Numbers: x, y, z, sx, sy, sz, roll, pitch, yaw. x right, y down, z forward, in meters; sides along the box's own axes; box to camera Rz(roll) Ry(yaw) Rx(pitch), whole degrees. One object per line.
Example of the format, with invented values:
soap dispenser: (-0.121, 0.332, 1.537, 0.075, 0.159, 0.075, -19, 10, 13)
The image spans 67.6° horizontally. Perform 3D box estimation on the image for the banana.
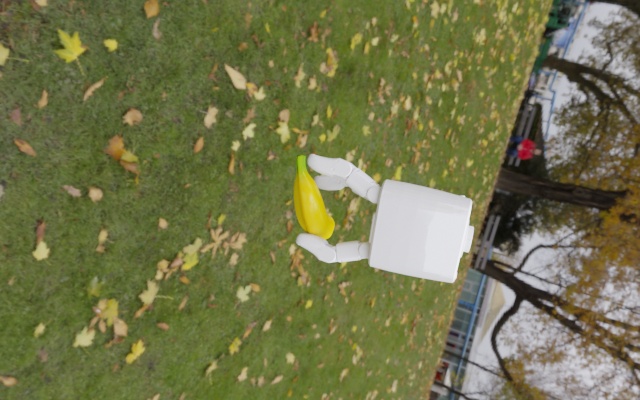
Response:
banana: (-0.004, 0.017, 0.649, 0.037, 0.069, 0.198, 7, -25, 13)
